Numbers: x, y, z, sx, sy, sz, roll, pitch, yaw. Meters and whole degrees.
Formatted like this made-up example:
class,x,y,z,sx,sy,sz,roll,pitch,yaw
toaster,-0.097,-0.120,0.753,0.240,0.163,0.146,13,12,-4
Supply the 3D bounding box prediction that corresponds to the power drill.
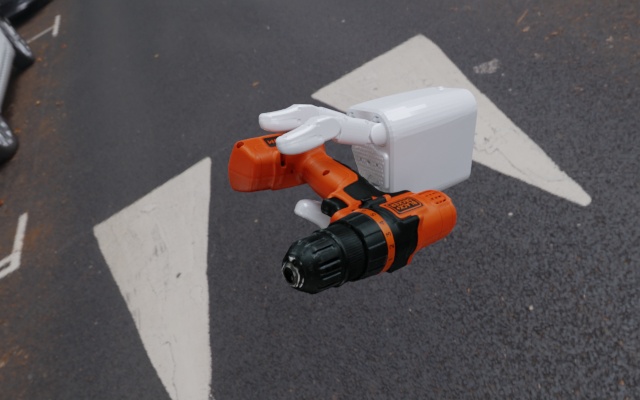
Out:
class,x,y,z,sx,sy,sz,roll,pitch,yaw
power drill,0.000,0.001,0.423,0.184,0.057,0.187,-15,38,-42
